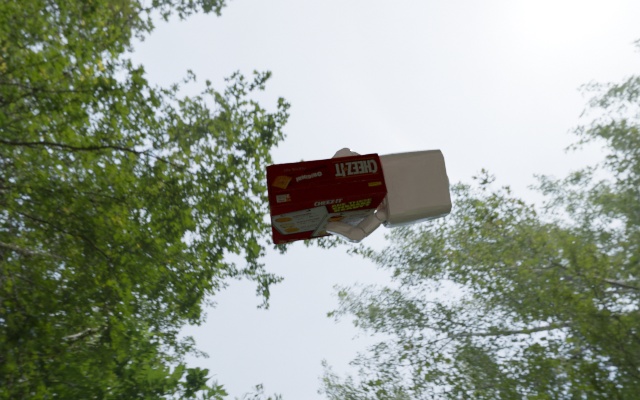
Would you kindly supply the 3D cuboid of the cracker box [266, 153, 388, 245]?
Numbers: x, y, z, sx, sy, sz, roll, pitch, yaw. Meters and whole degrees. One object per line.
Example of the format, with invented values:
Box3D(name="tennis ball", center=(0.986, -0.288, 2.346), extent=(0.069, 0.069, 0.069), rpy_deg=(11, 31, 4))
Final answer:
Box3D(name="cracker box", center=(0.000, 0.003, 0.752), extent=(0.164, 0.072, 0.214), rpy_deg=(-8, -18, -7))
